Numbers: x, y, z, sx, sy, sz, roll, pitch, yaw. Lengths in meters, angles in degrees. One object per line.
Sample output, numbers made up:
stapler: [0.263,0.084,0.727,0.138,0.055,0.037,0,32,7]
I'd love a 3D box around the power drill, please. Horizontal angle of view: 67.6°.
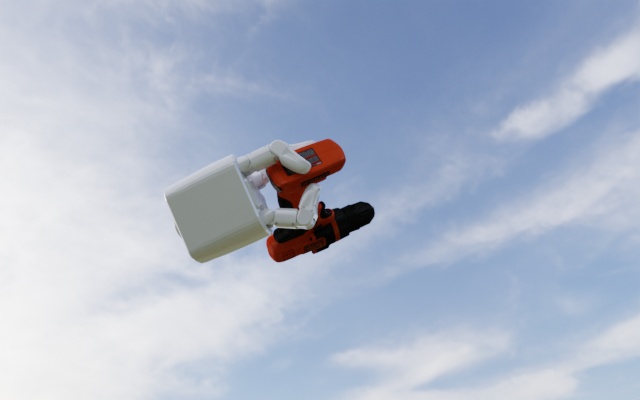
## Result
power drill: [0.000,0.002,0.704,0.184,0.188,0.057,-23,49,-16]
